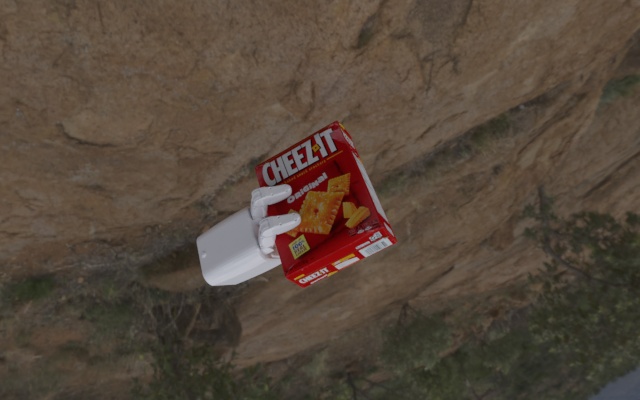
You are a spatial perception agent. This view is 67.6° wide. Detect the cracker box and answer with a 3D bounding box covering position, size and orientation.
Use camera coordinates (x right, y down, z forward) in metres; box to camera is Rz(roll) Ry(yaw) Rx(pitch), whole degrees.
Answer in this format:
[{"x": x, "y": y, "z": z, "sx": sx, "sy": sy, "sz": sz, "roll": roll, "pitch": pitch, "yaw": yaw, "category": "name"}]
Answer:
[{"x": 0.000, "y": 0.003, "z": 0.744, "sx": 0.164, "sy": 0.213, "sz": 0.072, "roll": -28, "pitch": -33, "yaw": 12, "category": "cracker box"}]
